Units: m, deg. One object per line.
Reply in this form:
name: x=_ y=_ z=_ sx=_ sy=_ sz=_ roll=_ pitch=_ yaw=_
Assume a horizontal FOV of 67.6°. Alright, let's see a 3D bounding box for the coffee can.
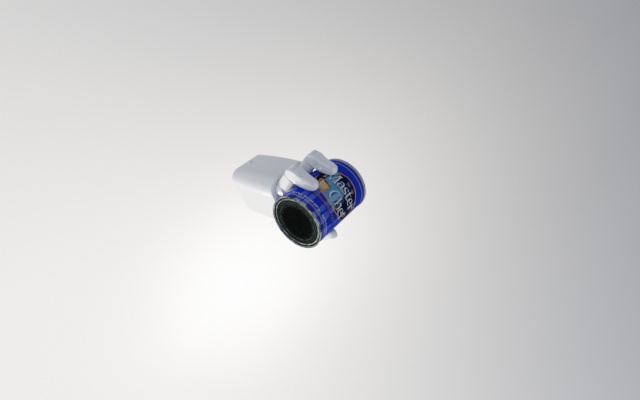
coffee can: x=0.000 y=0.003 z=0.835 sx=0.103 sy=0.103 sz=0.140 roll=0 pitch=30 yaw=43
